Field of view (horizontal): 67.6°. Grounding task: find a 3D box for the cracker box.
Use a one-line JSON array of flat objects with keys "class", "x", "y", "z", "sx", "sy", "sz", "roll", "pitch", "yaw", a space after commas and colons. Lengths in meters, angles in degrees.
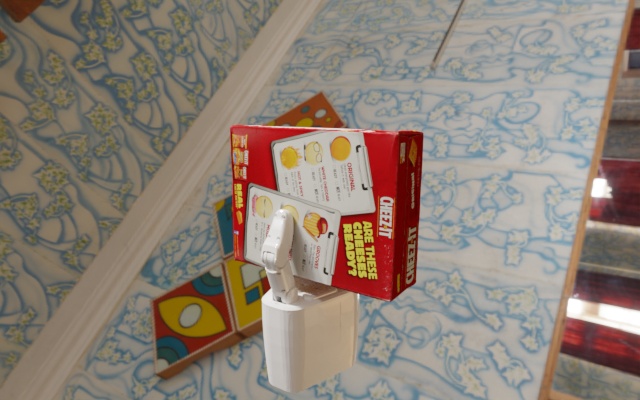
[{"class": "cracker box", "x": 0.000, "y": 0.002, "z": 0.526, "sx": 0.213, "sy": 0.164, "sz": 0.072, "roll": 8, "pitch": 14, "yaw": 34}]
